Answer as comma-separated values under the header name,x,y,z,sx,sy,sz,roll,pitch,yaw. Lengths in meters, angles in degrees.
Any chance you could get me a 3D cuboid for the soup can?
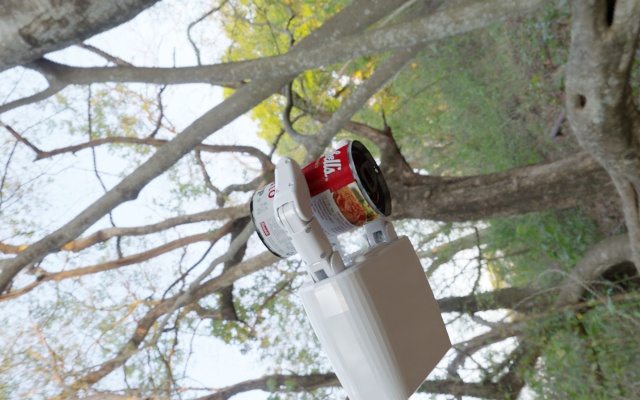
name,x,y,z,sx,sy,sz,roll,pitch,yaw
soup can,0.000,0.001,0.405,0.102,0.068,0.068,-25,-10,23
